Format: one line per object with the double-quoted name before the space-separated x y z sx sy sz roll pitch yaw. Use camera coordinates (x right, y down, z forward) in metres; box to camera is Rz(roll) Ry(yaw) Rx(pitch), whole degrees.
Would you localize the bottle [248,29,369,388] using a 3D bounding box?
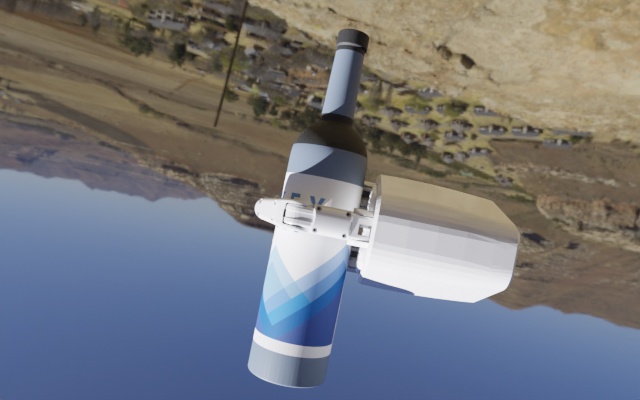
"bottle" 0.000 0.002 0.408 0.069 0.295 0.069 11 -1 0
